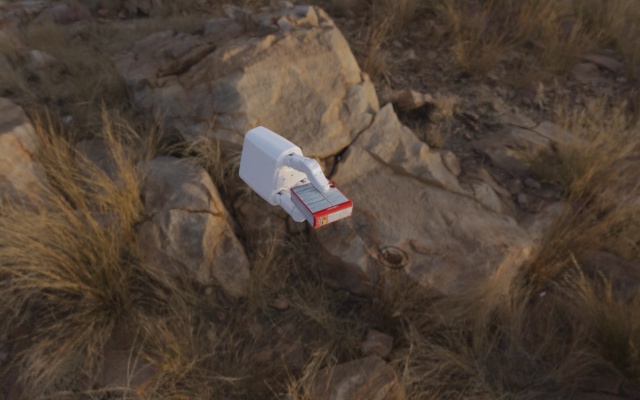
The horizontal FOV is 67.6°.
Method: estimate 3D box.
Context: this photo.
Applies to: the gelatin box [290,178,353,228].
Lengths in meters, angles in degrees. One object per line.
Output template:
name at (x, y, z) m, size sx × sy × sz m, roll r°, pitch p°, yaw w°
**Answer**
gelatin box at (0.000, 0.002, 0.802) m, size 0.073 × 0.030 × 0.089 m, roll -18°, pitch 40°, yaw -24°
